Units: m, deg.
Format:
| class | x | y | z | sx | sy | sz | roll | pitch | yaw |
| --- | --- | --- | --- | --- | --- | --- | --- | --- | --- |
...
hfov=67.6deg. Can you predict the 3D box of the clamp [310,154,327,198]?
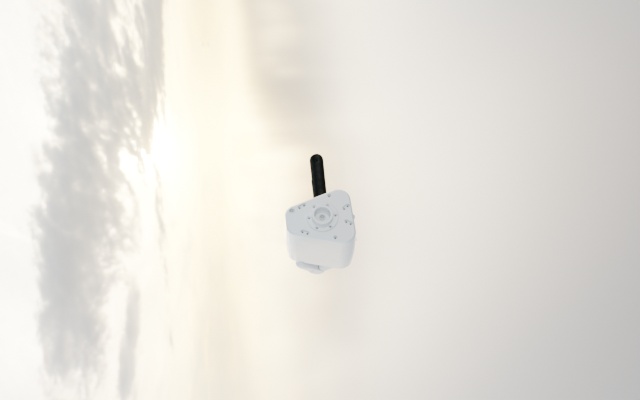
| class | x | y | z | sx | sy | sz | roll | pitch | yaw |
| --- | --- | --- | --- | --- | --- | --- | --- | --- | --- |
| clamp | 0.000 | 0.003 | 0.875 | 0.039 | 0.171 | 0.120 | -11 | -29 | 3 |
